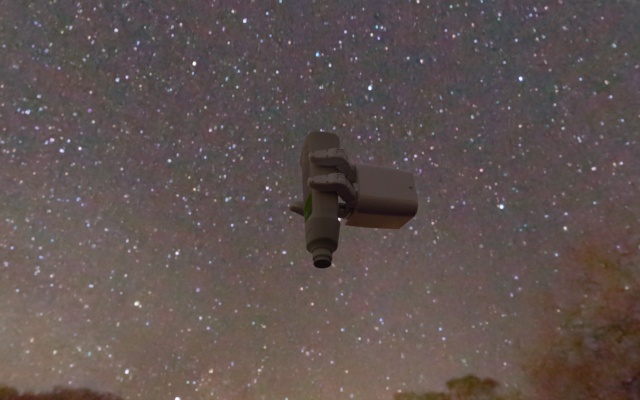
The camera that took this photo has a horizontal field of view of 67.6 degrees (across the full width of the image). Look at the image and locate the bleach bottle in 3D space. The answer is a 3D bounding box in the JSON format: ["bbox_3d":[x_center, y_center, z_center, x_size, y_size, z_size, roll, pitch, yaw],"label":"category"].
[{"bbox_3d":[0.000,0.003,0.811,0.068,0.250,0.103,6,-38,-9],"label":"bleach bottle"}]
